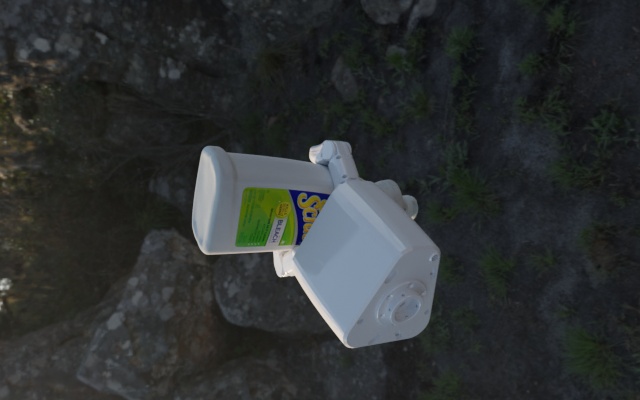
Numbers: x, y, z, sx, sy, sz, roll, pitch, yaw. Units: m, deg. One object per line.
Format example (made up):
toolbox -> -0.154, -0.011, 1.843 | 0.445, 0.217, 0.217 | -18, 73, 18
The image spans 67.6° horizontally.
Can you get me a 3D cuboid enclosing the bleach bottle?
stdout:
bleach bottle -> 0.000, 0.002, 0.503 | 0.251, 0.103, 0.068 | 0, 30, -30
